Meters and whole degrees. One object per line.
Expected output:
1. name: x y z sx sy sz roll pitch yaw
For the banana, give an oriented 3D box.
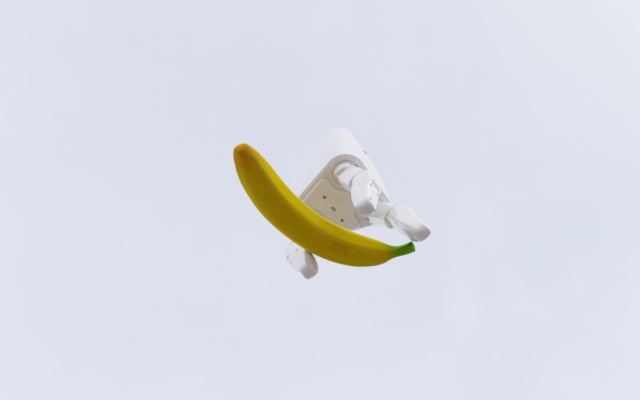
1. banana: -0.007 0.017 0.463 0.198 0.070 0.037 29 25 -14
